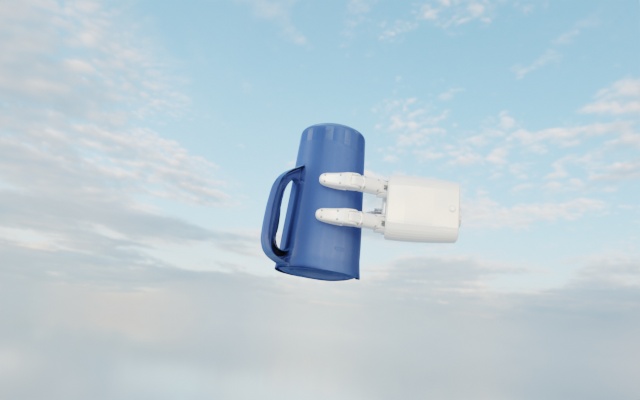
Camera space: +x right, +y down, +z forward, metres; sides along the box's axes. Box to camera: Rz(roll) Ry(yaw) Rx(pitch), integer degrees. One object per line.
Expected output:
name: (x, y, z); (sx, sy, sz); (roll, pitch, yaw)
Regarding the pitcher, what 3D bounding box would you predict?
pitcher: (0.000, 0.003, 0.758); (0.145, 0.242, 0.149); (4, -15, 8)
